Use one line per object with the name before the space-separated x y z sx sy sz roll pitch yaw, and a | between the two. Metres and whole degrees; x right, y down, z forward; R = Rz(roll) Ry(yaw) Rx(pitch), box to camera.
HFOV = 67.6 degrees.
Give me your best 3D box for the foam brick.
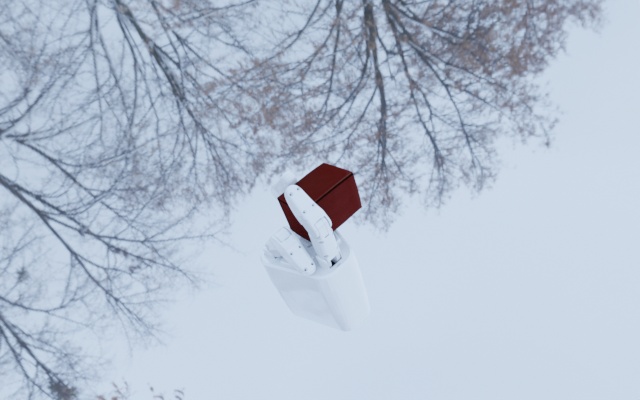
foam brick | 0.000 0.002 0.552 0.078 0.051 0.053 -39 38 -22
